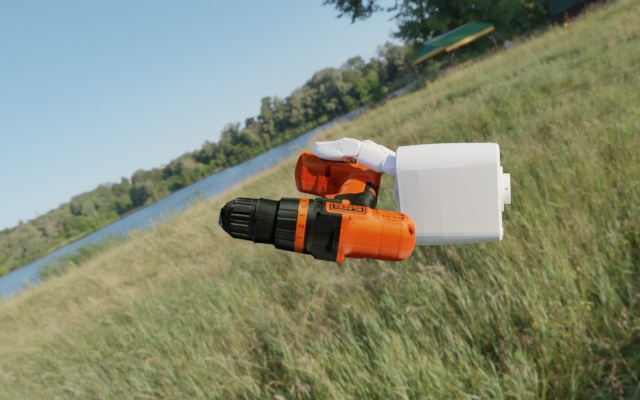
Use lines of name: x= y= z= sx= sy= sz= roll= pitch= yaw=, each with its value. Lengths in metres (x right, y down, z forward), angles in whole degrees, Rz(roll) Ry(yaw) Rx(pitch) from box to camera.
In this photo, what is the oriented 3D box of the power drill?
power drill: x=0.000 y=0.001 z=0.514 sx=0.184 sy=0.057 sz=0.187 roll=9 pitch=23 yaw=0
